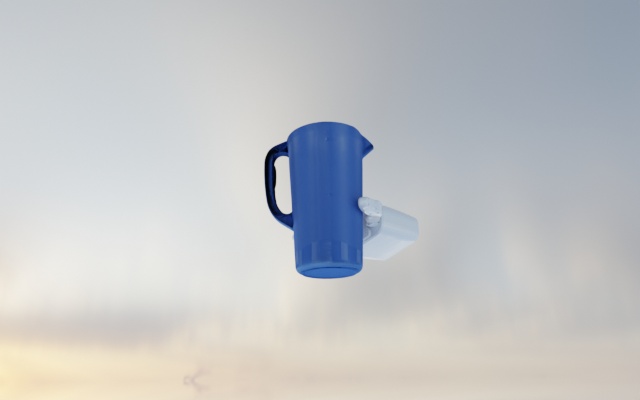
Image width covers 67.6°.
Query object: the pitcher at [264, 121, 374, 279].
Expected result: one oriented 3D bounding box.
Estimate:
[{"bbox_3d":[0.000,0.003,0.796,0.145,0.242,0.149,17,-27,-40],"label":"pitcher"}]
